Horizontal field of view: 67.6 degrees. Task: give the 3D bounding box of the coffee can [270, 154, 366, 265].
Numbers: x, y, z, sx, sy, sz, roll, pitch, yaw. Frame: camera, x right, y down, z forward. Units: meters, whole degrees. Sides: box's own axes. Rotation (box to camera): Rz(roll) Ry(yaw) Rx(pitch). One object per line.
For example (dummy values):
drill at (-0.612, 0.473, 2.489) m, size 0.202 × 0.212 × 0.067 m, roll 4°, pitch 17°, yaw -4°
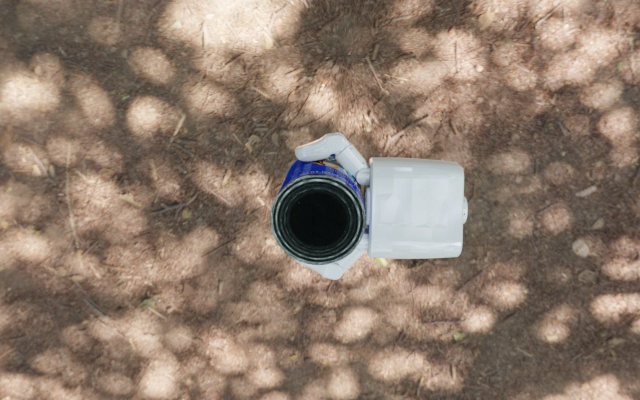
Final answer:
coffee can at (0.000, 0.002, 0.572) m, size 0.103 × 0.103 × 0.140 m, roll 0°, pitch 17°, yaw 3°
